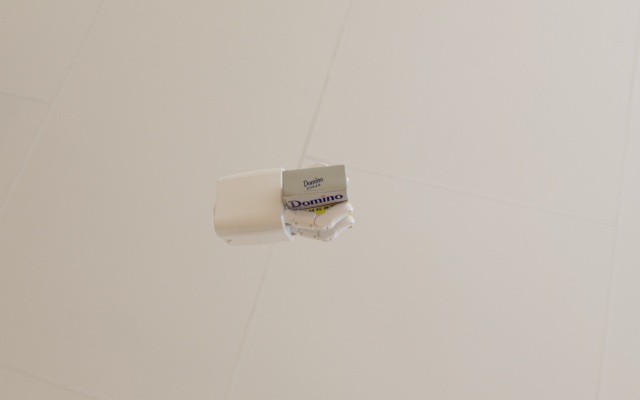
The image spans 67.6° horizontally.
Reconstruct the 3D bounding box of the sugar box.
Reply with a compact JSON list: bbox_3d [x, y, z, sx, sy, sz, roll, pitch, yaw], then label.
[{"bbox_3d":[0.000,0.003,0.747,0.093,0.048,0.176,-6,-19,5],"label":"sugar box"}]
